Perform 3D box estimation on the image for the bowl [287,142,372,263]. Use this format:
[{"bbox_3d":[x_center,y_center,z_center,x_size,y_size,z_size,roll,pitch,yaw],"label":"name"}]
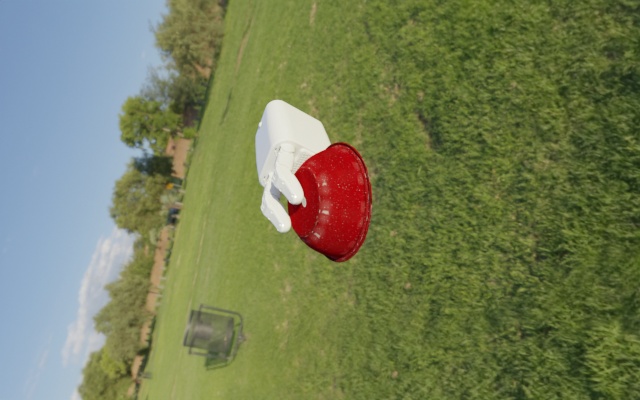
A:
[{"bbox_3d":[0.000,0.003,0.628,0.055,0.162,0.162,1,0,-30],"label":"bowl"}]
